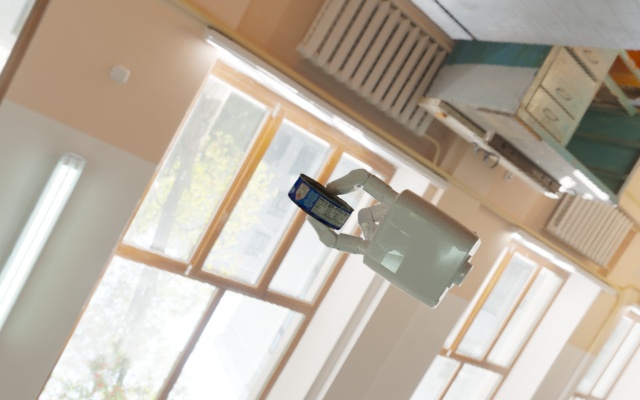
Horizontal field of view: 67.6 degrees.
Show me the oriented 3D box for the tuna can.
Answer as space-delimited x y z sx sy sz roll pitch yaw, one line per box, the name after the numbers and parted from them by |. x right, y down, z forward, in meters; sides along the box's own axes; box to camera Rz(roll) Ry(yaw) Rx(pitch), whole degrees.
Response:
0.000 0.002 0.622 0.086 0.034 0.086 34 7 -5 | tuna can
